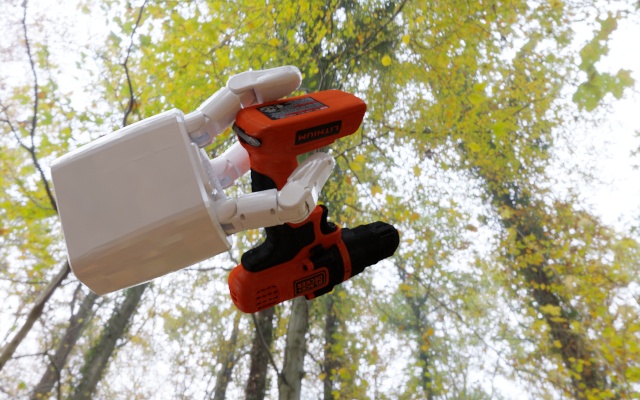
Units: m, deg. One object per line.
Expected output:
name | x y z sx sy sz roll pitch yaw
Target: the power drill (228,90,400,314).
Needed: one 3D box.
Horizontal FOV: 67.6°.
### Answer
power drill | 0.000 0.001 0.430 0.184 0.188 0.057 -18 32 -28
